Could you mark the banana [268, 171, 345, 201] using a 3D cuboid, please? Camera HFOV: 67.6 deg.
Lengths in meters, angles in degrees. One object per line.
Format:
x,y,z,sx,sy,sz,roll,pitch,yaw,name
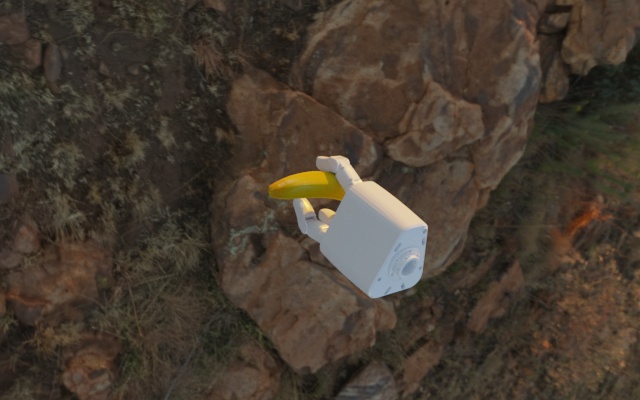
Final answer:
0.014,-0.011,0.682,0.198,0.070,0.037,17,30,-49,banana
